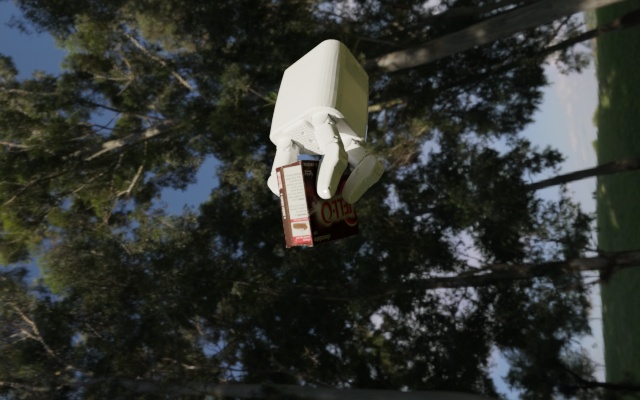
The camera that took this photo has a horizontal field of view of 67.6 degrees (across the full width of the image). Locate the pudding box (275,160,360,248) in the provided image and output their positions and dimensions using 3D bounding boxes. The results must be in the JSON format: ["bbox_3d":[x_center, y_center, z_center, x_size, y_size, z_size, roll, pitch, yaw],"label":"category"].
[{"bbox_3d":[0.000,0.002,0.537,0.039,0.090,0.113,-10,-2,33],"label":"pudding box"}]
